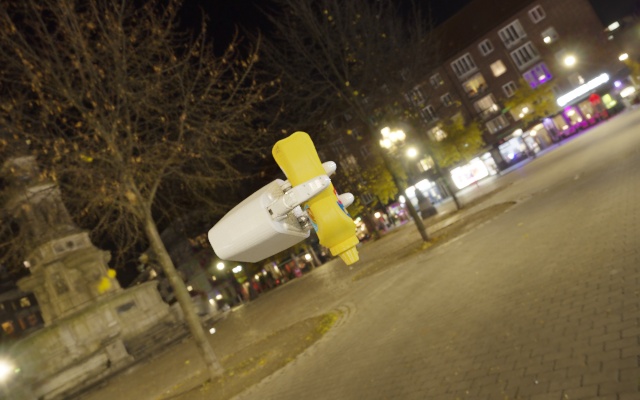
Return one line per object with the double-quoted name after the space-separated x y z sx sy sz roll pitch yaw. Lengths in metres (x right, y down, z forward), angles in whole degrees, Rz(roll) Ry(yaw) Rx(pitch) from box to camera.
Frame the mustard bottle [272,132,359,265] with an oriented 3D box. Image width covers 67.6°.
0.000 0.002 0.668 0.058 0.191 0.096 -28 -5 -3 "mustard bottle"
